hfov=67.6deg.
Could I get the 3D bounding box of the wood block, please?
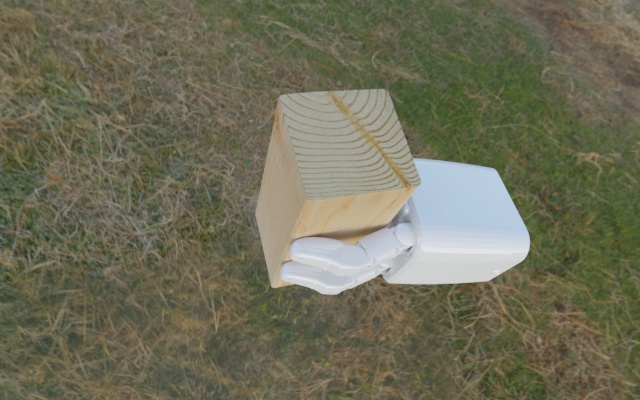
[{"bbox_3d":[0.000,0.001,0.435,0.090,0.090,0.206,-7,-25,-17],"label":"wood block"}]
